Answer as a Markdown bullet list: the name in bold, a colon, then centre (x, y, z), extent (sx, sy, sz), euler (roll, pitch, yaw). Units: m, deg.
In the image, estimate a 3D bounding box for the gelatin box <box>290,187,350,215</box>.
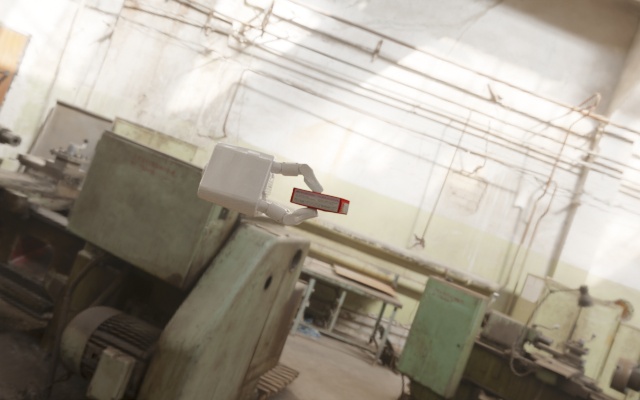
- **gelatin box**: centre (0.001, 0.002, 0.827), extent (0.089, 0.030, 0.073), euler (12, -1, 15)
